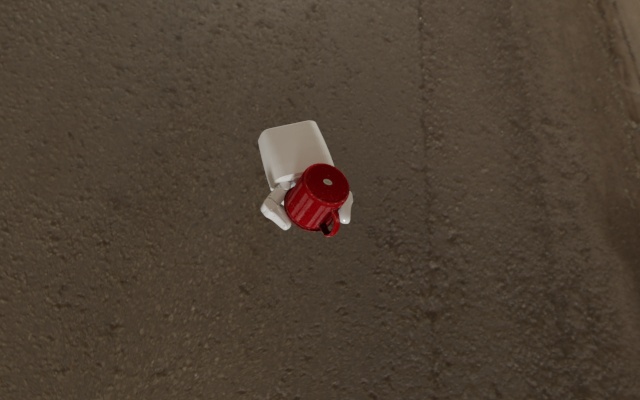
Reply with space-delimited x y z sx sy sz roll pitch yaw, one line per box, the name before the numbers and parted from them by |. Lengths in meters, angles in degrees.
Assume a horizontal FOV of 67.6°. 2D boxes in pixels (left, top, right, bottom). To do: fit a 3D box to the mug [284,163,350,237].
mug | 0.001 0.004 0.776 0.093 0.117 0.081 -9 -25 -29
